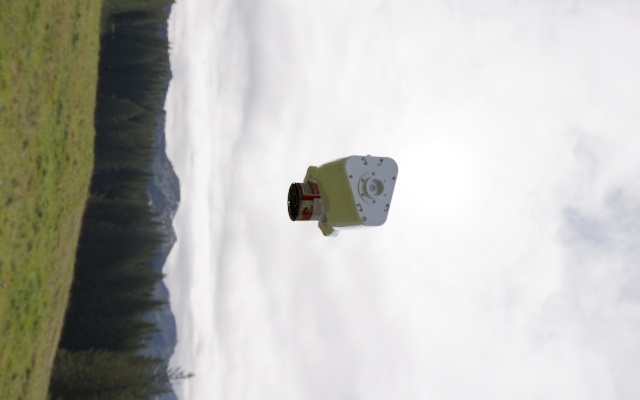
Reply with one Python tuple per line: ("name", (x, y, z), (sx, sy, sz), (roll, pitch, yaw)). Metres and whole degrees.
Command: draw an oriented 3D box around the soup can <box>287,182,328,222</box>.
("soup can", (0.000, 0.003, 0.831), (0.102, 0.068, 0.068), (1, 0, -22))
